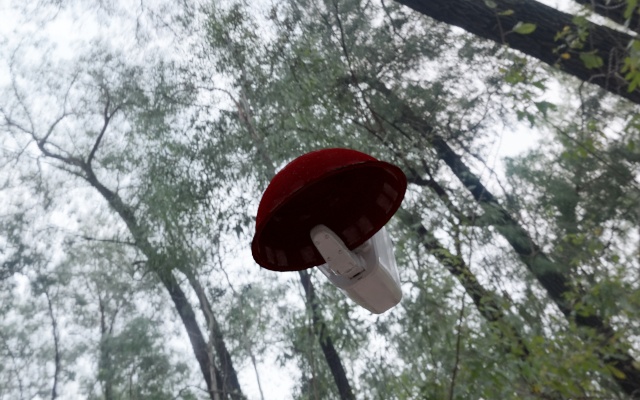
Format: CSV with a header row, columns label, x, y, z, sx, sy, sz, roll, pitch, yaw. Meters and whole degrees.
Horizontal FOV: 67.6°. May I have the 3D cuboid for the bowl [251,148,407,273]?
label,x,y,z,sx,sy,sz,roll,pitch,yaw
bowl,0.000,0.001,0.459,0.162,0.055,0.162,-22,-30,-14
